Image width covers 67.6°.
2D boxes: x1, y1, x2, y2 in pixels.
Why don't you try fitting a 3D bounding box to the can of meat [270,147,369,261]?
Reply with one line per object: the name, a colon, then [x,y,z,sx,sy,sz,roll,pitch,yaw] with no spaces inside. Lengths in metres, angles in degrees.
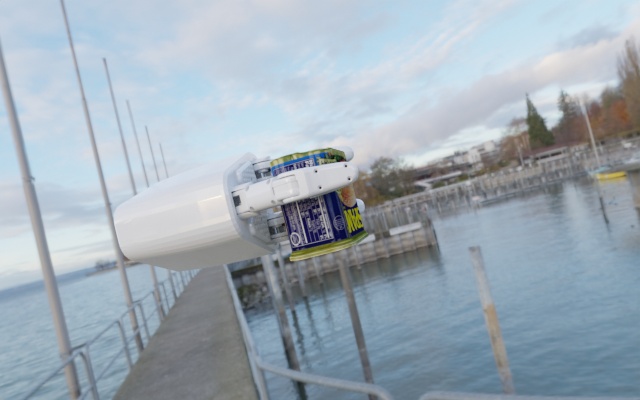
can of meat: [0.000,0.001,0.421,0.057,0.084,0.102,-15,-2,14]
